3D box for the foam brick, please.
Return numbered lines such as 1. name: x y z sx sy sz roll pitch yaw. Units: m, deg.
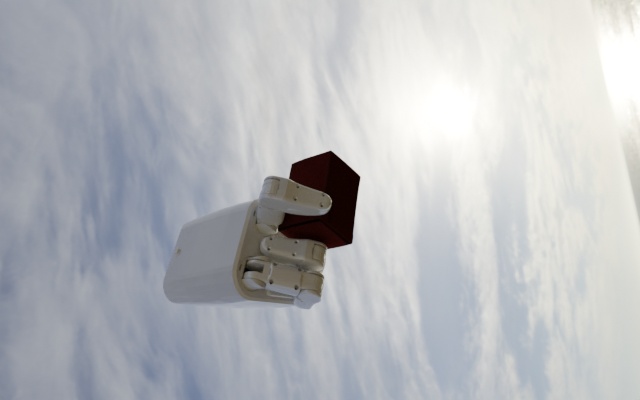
1. foam brick: 0.000 0.001 0.458 0.051 0.078 0.053 -15 -39 36
